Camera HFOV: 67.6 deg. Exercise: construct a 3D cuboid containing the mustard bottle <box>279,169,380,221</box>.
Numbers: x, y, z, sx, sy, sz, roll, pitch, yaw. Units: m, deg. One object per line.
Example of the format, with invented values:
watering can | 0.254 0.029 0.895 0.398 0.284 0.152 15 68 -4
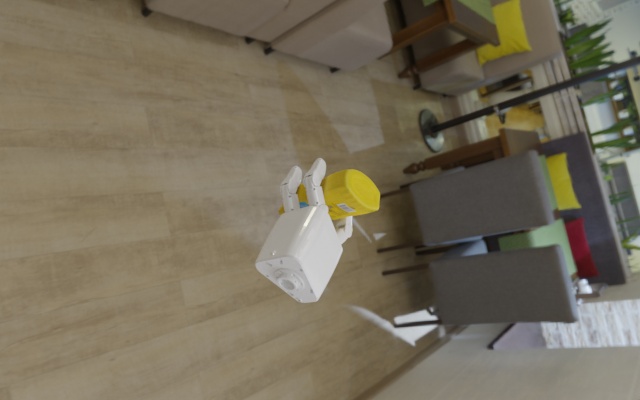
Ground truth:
mustard bottle | 0.000 0.002 0.824 0.191 0.058 0.096 -16 -34 38
